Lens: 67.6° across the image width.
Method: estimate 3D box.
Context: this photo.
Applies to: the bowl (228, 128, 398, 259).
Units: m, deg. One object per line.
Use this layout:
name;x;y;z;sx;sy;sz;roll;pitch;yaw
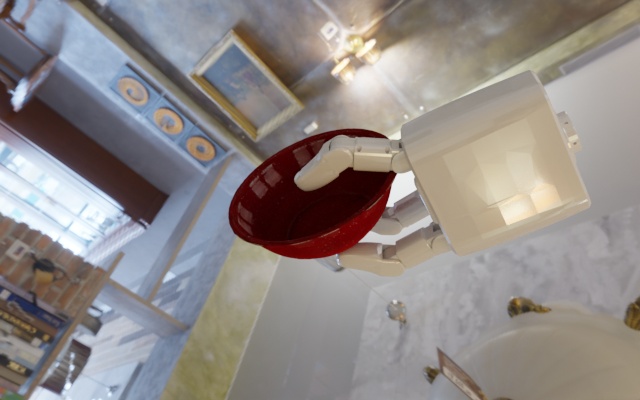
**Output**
bowl;-0.001;0.002;0.437;0.162;0.055;0.162;-17;35;12
